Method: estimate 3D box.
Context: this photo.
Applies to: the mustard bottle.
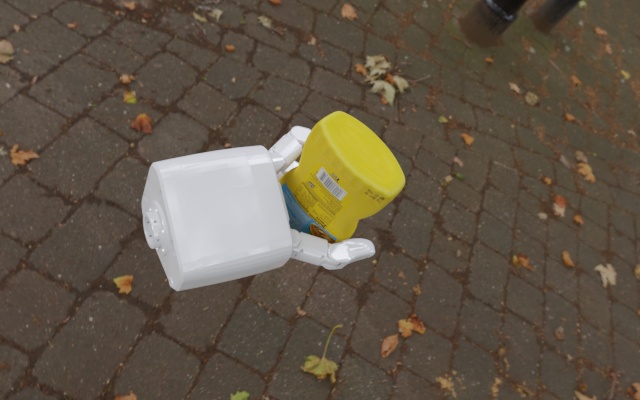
[{"bbox_3d":[0.000,0.001,0.494,0.058,0.096,0.192,-41,-6,-39],"label":"mustard bottle"}]
